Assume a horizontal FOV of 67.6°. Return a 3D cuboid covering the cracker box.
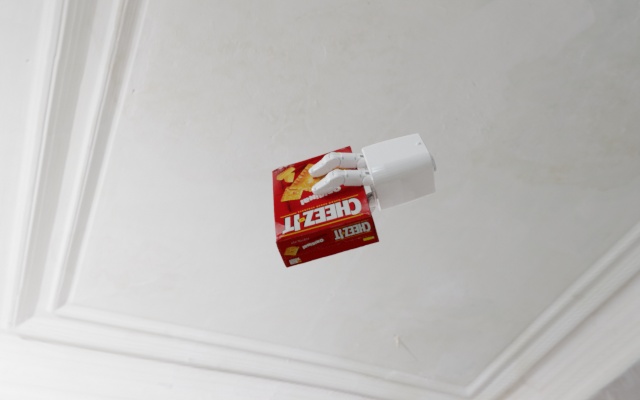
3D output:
[{"bbox_3d":[0.000,0.003,0.854,0.164,0.072,0.213,-17,37,5],"label":"cracker box"}]
